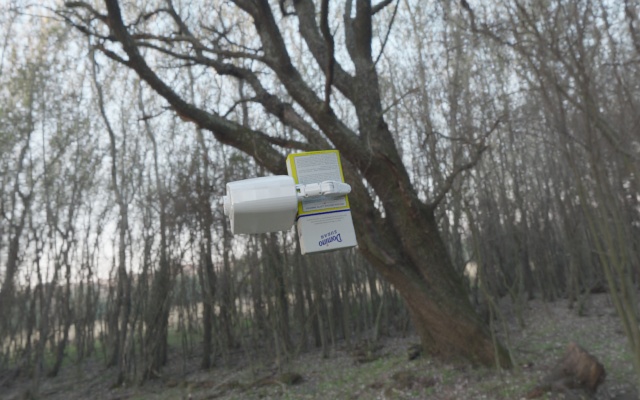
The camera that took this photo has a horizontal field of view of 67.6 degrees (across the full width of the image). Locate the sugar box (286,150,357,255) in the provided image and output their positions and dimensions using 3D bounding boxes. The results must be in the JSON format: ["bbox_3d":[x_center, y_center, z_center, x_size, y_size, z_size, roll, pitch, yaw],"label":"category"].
[{"bbox_3d":[0.000,0.003,0.834,0.093,0.176,0.048,-6,-11,-13],"label":"sugar box"}]
